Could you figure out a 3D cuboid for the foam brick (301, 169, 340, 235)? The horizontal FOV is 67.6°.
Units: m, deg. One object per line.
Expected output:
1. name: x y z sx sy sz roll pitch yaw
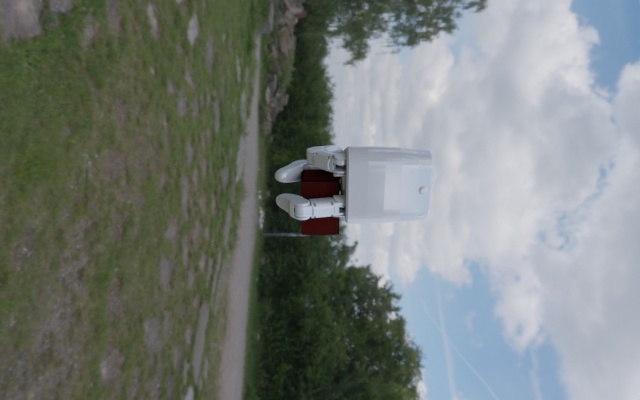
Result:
1. foam brick: 0.000 0.002 0.641 0.051 0.078 0.053 0 21 -1
